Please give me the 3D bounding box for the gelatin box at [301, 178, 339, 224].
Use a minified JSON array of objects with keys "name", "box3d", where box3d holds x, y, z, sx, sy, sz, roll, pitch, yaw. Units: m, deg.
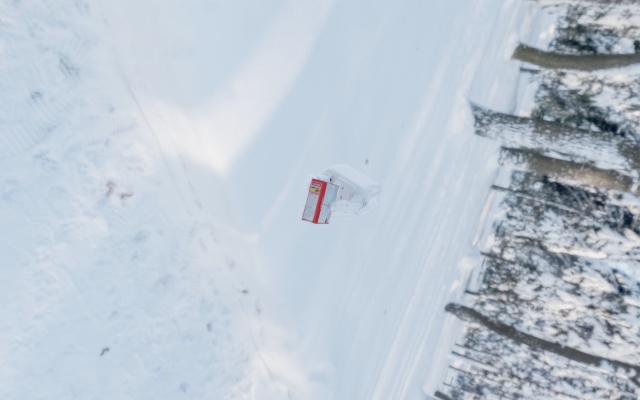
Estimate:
[{"name":"gelatin box","box3d":[0.000,0.003,0.828,0.030,0.073,0.089,15,2,16]}]
